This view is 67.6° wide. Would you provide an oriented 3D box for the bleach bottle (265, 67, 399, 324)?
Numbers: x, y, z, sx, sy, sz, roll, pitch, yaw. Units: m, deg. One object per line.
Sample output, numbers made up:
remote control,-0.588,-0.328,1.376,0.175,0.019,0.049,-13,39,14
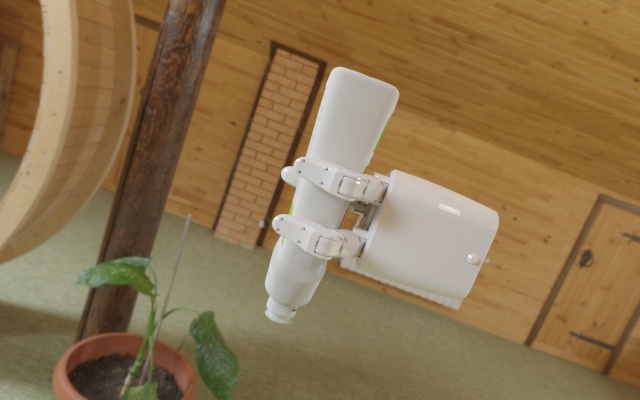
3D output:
bleach bottle,0.000,0.002,0.472,0.068,0.251,0.102,20,11,-2
